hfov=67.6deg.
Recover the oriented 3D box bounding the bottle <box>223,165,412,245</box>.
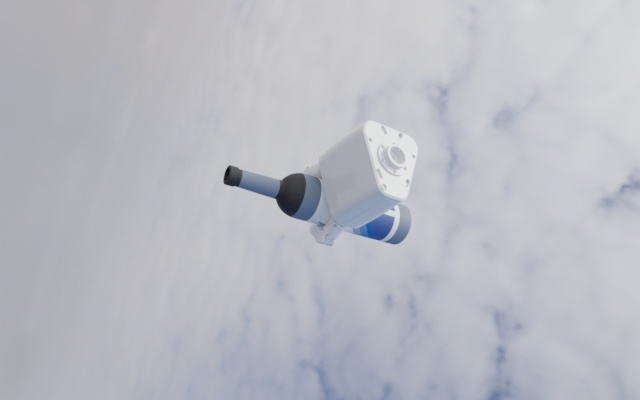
[{"bbox_3d":[0.000,0.002,0.707,0.296,0.069,0.069,16,-8,-27],"label":"bottle"}]
